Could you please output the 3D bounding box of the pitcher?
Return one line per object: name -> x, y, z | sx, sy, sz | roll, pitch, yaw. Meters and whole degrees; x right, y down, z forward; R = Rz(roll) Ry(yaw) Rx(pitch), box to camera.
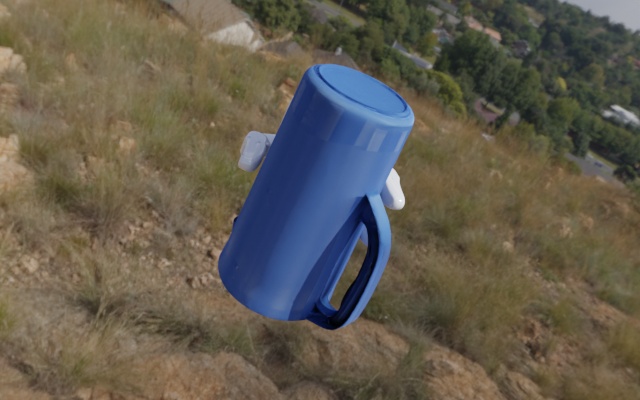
pitcher -> 0.000, 0.001, 0.477 | 0.149, 0.243, 0.145 | 20, 30, -9
